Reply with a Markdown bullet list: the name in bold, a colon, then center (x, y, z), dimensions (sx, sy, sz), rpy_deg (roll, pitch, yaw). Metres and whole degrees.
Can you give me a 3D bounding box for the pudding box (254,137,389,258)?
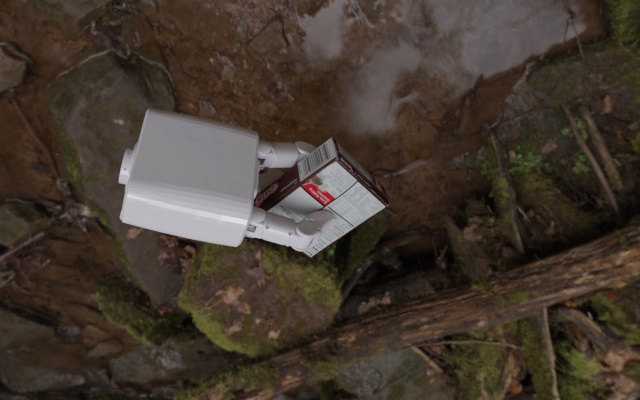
- **pudding box**: center (0.000, 0.002, 0.501), dimensions (0.113, 0.039, 0.090), rpy_deg (-35, -53, 22)
